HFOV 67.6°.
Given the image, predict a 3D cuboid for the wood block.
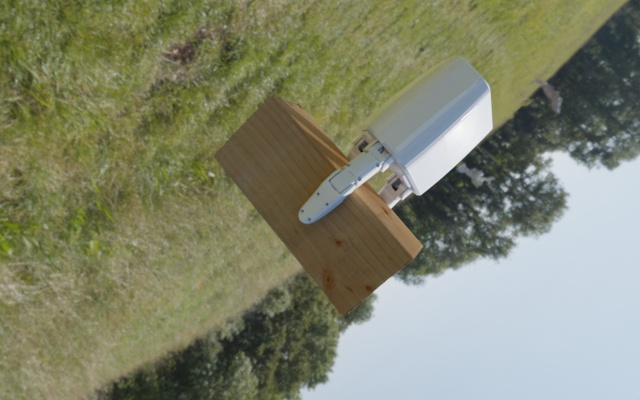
[{"bbox_3d":[0.000,0.001,0.495,0.090,0.206,0.091,-43,-10,16],"label":"wood block"}]
